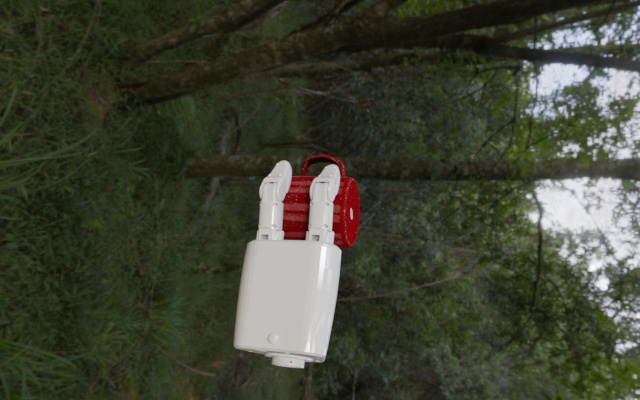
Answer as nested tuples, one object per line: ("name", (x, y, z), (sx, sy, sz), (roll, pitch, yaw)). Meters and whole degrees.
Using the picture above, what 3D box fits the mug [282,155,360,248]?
("mug", (0.000, 0.001, 0.558), (0.081, 0.117, 0.093), (1, -20, 16))
